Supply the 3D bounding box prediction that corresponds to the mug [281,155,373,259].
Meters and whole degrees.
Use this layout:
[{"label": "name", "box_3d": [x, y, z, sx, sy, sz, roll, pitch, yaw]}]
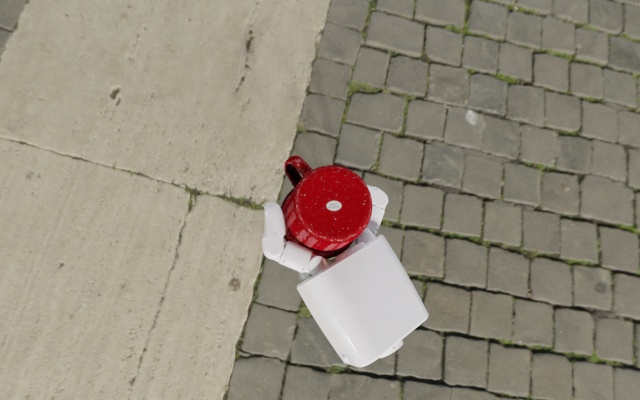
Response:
[{"label": "mug", "box_3d": [-0.001, 0.000, 0.509, 0.093, 0.117, 0.081, -31, -6, -17]}]
